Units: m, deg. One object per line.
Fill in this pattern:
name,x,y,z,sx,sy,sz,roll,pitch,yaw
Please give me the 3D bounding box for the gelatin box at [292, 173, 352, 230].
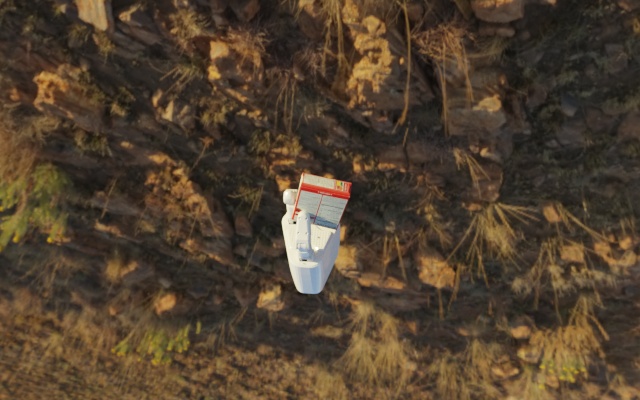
gelatin box,0.000,0.002,0.711,0.073,0.030,0.089,12,-38,-4
